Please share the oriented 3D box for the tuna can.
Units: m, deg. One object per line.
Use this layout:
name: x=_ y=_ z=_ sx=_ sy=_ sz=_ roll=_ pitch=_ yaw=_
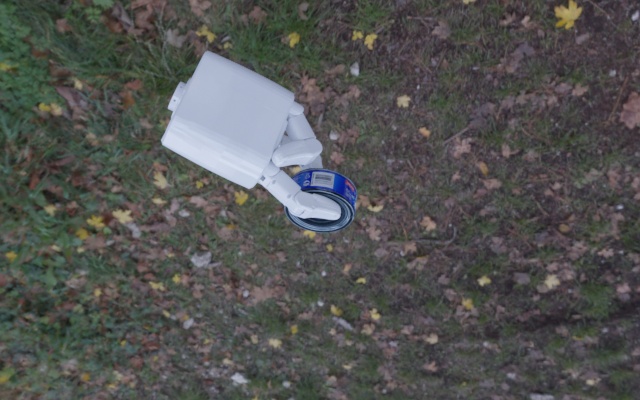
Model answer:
tuna can: x=0.000 y=0.002 z=0.569 sx=0.086 sy=0.033 sz=0.086 roll=5 pitch=-38 yaw=4
